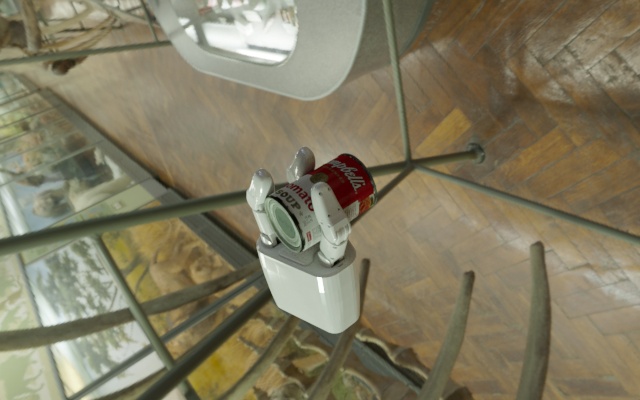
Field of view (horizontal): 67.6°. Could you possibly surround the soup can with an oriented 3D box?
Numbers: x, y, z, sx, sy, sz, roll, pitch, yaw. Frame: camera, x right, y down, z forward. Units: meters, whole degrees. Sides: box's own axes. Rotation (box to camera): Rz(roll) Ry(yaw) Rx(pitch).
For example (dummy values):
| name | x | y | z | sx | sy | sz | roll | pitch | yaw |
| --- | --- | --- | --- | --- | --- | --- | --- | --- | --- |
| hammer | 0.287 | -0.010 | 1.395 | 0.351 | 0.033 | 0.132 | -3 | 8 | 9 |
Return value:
| name | x | y | z | sx | sy | sz | roll | pitch | yaw |
| --- | --- | --- | --- | --- | --- | --- | --- | --- | --- |
| soup can | 0.000 | 0.001 | 0.506 | 0.102 | 0.068 | 0.068 | -31 | 14 | -25 |
